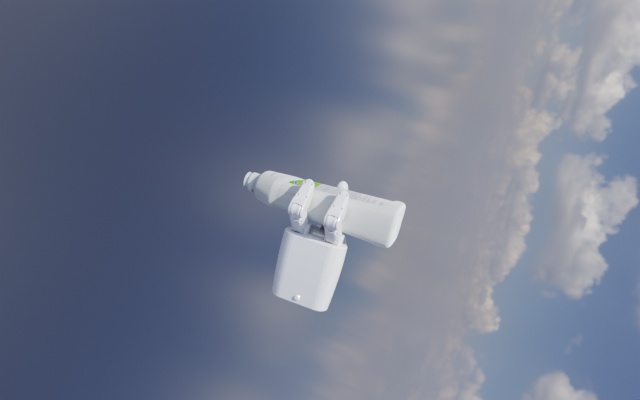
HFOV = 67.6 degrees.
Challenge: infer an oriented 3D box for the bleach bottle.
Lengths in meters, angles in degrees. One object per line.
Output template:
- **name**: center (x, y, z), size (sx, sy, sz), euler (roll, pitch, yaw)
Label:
- **bleach bottle**: center (0.000, 0.002, 0.748), size (0.251, 0.068, 0.102), euler (18, 10, 15)
